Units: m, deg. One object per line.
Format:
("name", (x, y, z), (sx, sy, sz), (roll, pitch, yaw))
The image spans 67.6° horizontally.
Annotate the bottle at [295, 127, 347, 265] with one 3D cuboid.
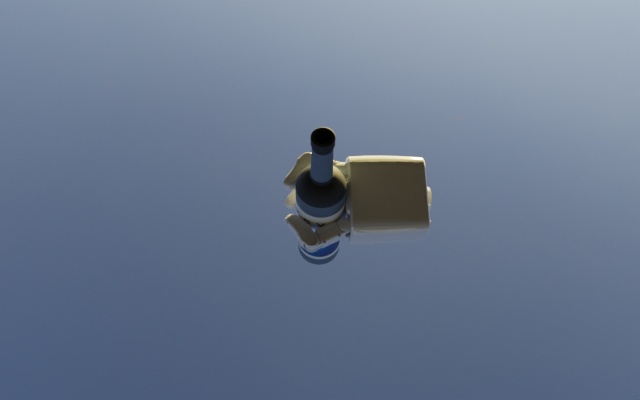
("bottle", (0.000, 0.002, 0.645), (0.069, 0.069, 0.296), (0, -29, -1))
